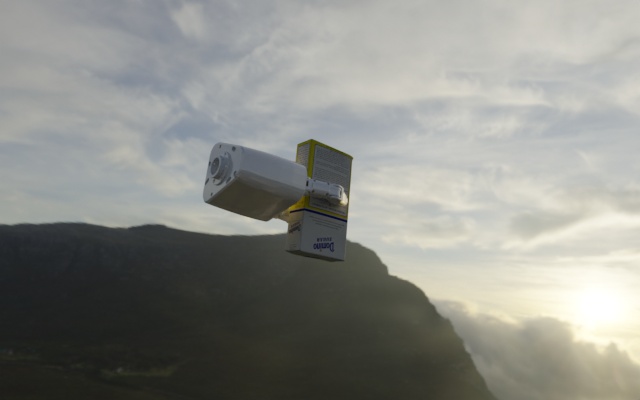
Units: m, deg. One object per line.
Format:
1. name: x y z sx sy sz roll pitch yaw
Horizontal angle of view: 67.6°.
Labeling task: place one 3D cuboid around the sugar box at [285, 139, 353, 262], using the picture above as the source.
1. sugar box: 0.000 0.002 0.751 0.093 0.176 0.048 18 -17 -37
